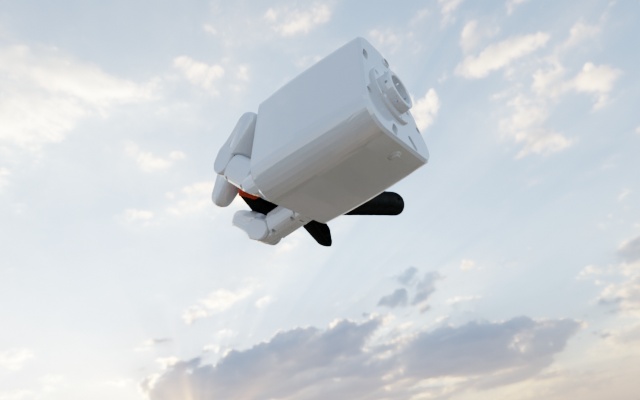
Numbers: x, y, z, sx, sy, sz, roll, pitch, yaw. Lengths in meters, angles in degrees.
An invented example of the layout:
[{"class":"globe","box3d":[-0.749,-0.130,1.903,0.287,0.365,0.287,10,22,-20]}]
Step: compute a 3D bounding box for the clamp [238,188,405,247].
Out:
[{"class":"clamp","box3d":[0.000,0.001,0.473,0.120,0.039,0.171,-29,-33,28]}]
